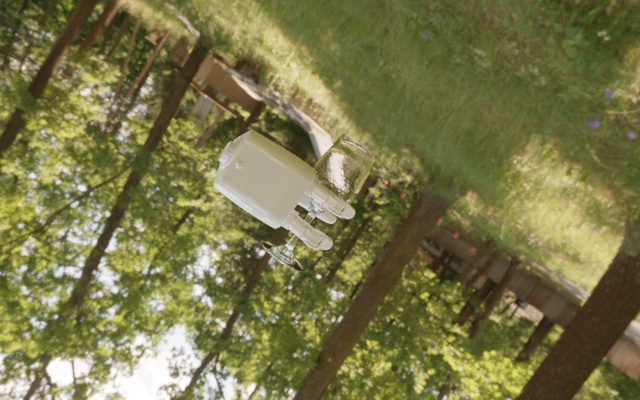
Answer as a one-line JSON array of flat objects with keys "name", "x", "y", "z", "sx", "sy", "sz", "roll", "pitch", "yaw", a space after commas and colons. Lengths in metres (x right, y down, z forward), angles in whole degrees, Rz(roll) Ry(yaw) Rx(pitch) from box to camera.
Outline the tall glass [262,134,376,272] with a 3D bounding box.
[{"name": "tall glass", "x": 0.000, "y": 0.003, "z": 0.701, "sx": 0.079, "sy": 0.201, "sz": 0.079, "roll": 35, "pitch": 4, "yaw": -3}]
